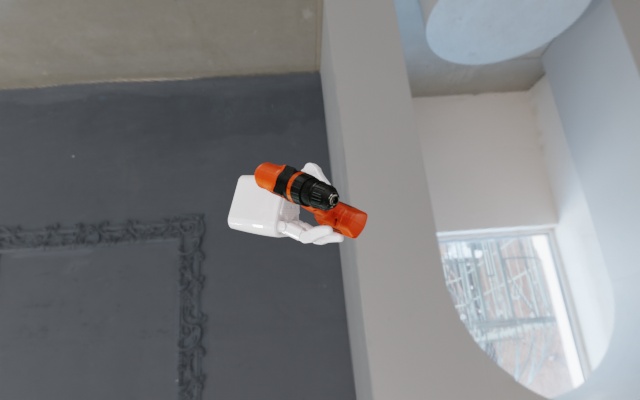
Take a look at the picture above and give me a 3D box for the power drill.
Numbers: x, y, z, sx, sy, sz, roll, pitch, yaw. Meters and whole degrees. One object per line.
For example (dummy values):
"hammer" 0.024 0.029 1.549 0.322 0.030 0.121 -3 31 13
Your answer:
"power drill" 0.000 0.003 0.809 0.184 0.057 0.188 23 -9 44
